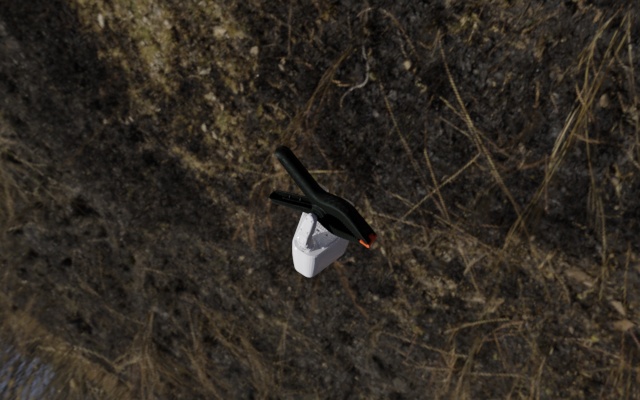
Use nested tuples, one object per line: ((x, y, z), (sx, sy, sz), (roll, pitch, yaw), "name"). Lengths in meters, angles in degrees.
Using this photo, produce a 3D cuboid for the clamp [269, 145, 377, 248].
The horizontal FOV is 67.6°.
((0.000, 0.004, 0.779), (0.210, 0.036, 0.165), (32, -27, 15), "clamp")
